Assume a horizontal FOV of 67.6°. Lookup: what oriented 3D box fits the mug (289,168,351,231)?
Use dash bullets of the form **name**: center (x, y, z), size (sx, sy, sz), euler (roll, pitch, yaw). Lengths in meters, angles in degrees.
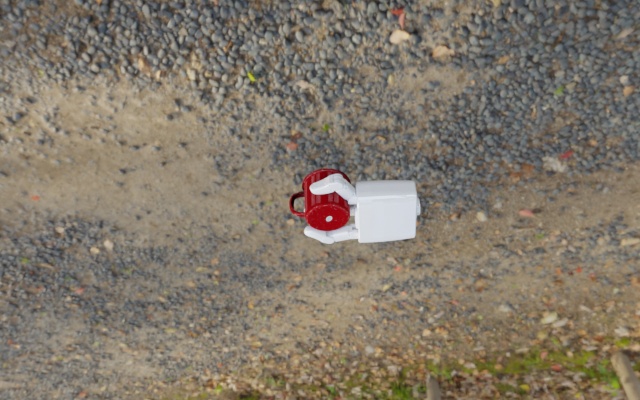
- **mug**: center (-0.001, 0.003, 0.876), size (0.117, 0.081, 0.093), euler (-5, -40, 4)
